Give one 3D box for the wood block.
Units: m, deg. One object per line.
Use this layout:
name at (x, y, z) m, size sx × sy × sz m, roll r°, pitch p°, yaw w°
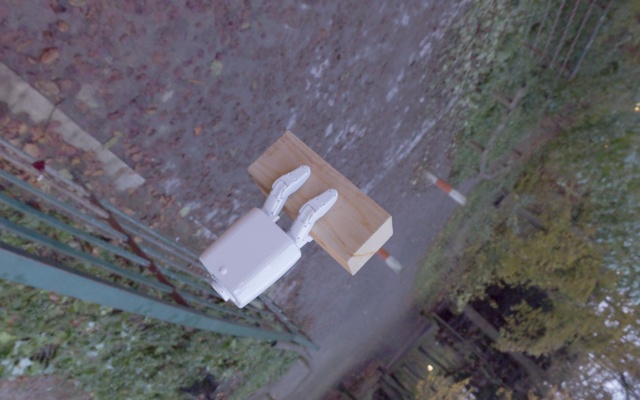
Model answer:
wood block at (0.000, 0.003, 0.711) m, size 0.206 × 0.090 × 0.091 m, roll 42°, pitch -9°, yaw 21°
